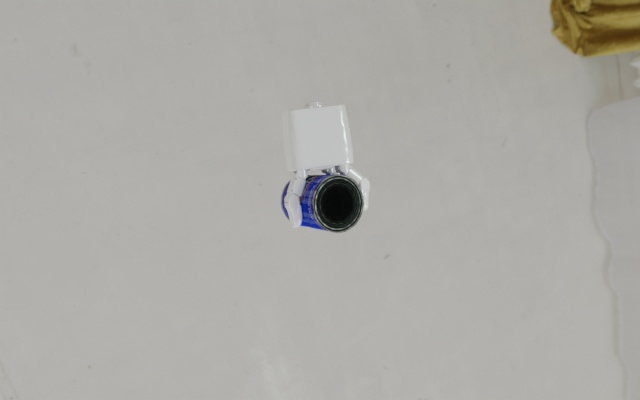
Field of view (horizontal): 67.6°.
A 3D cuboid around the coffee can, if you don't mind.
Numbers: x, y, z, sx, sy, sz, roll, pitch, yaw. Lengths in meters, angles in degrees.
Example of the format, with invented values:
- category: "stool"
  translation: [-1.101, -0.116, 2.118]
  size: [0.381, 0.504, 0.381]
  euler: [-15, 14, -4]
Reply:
- category: "coffee can"
  translation: [0.000, 0.003, 0.884]
  size: [0.103, 0.103, 0.140]
  euler: [0, 2, -27]
